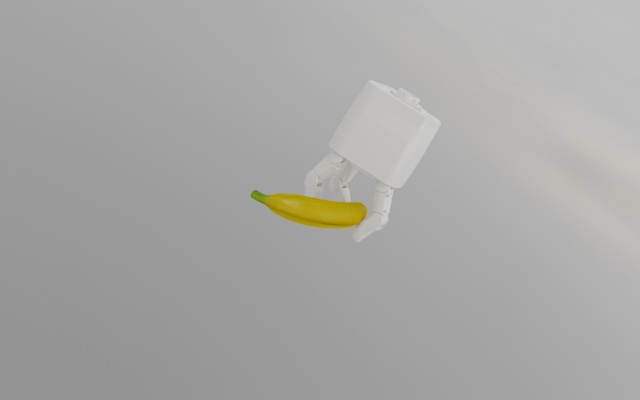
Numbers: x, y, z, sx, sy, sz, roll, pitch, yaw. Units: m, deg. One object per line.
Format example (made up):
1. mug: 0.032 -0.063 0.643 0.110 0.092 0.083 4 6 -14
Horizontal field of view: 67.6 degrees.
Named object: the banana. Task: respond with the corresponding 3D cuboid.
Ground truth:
1. banana: 0.006 0.012 0.653 0.198 0.037 0.069 11 26 -38
